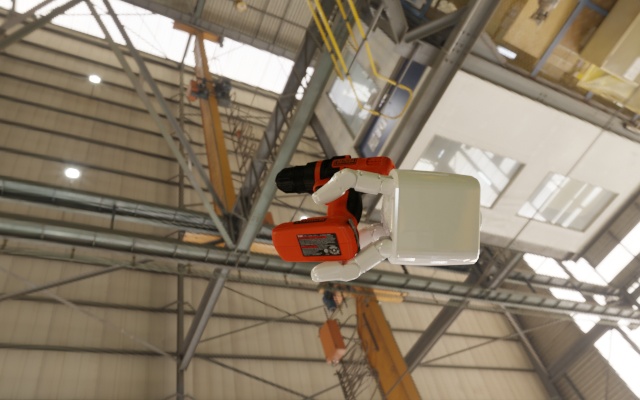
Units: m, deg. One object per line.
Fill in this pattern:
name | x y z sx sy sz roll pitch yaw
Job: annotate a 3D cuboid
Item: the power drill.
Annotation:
power drill | 0.000 0.002 0.649 0.184 0.057 0.187 -6 34 22
